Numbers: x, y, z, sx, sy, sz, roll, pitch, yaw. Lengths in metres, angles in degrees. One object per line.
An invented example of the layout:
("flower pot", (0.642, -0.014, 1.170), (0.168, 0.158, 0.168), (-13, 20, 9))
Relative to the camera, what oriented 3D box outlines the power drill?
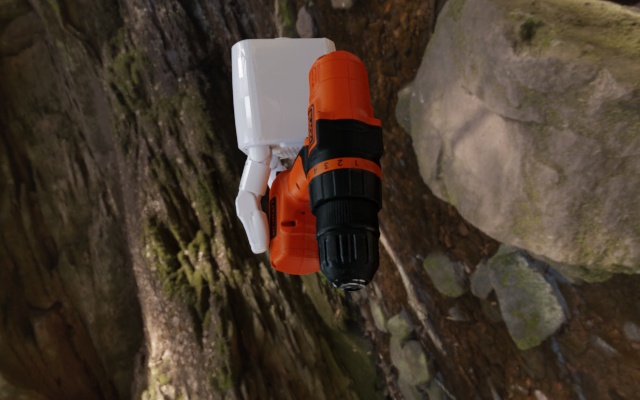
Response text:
("power drill", (0.000, 0.001, 0.401), (0.057, 0.184, 0.188), (7, -26, -15))
